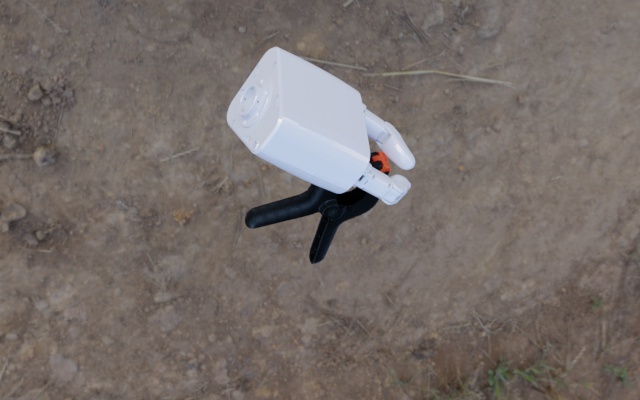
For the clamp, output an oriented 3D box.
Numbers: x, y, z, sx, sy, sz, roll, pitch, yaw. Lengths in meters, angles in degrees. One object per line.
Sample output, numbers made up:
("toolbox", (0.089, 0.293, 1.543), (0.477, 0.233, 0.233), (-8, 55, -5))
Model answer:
("clamp", (0.000, 0.002, 0.538), (0.120, 0.039, 0.171), (22, -58, -36))
